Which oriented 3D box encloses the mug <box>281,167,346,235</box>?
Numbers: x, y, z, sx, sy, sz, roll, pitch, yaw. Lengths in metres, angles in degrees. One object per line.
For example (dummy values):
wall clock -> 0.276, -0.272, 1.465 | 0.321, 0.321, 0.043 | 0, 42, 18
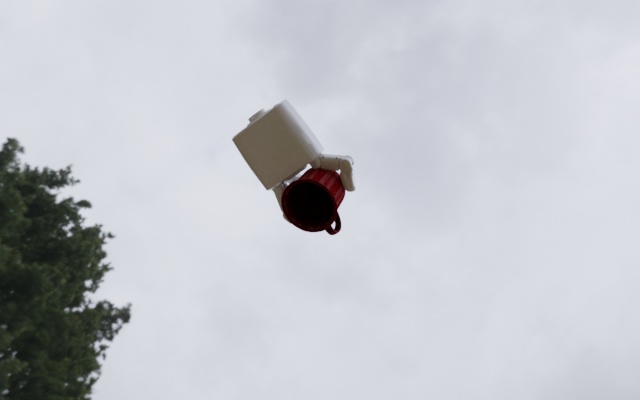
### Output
mug -> 0.001, 0.004, 0.782 | 0.093, 0.117, 0.081 | -29, 13, 28
